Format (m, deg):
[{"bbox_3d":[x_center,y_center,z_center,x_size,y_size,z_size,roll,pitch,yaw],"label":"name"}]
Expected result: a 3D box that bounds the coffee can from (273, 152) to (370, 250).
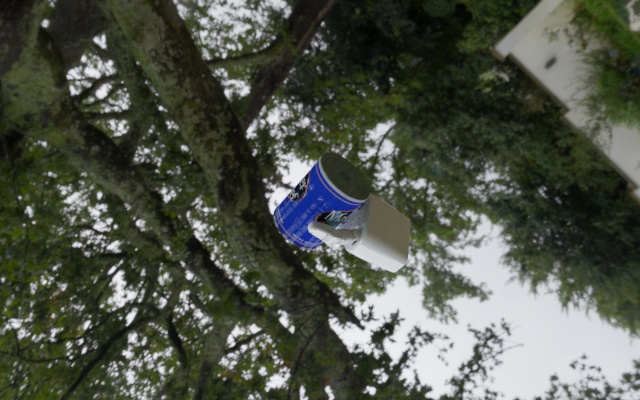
[{"bbox_3d":[0.000,0.003,0.813,0.103,0.102,0.140,0,-38,-50],"label":"coffee can"}]
